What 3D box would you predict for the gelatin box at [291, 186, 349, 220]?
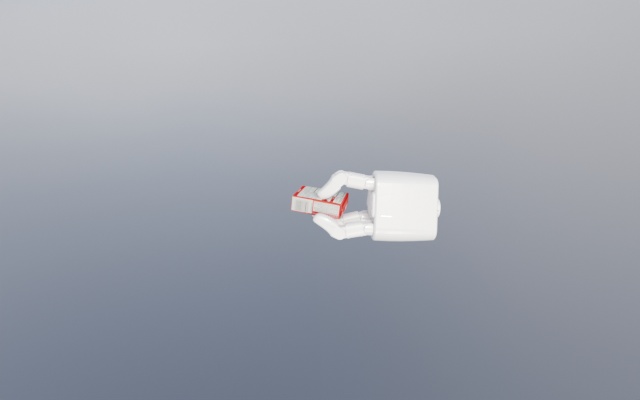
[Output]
[{"bbox_3d":[0.000,0.002,0.833,0.089,0.030,0.073,10,18,9],"label":"gelatin box"}]
